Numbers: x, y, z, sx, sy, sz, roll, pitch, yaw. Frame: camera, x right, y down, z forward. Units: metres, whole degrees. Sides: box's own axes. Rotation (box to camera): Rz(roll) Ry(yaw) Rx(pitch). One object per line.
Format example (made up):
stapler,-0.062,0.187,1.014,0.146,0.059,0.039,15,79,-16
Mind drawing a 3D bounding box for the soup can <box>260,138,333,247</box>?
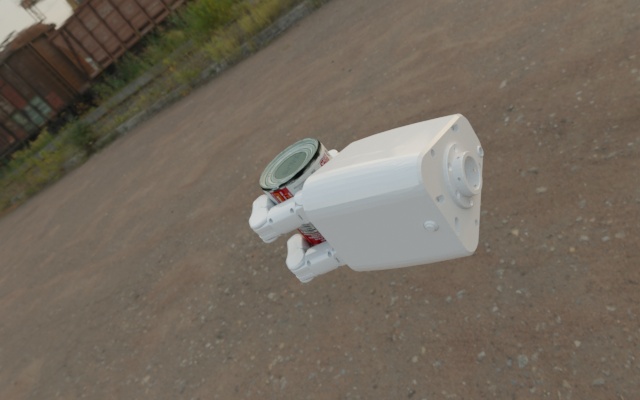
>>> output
soup can,0.000,0.001,0.444,0.068,0.068,0.102,0,-44,51
